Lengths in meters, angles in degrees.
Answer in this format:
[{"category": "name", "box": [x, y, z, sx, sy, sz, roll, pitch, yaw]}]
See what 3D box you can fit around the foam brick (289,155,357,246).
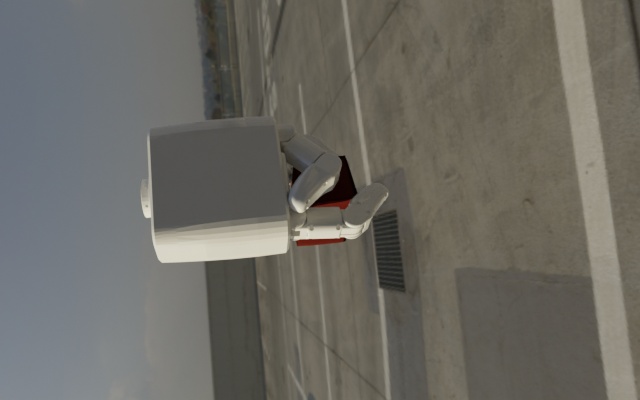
[{"category": "foam brick", "box": [0.000, 0.002, 0.460, 0.051, 0.053, 0.078, -7, -35, -12]}]
